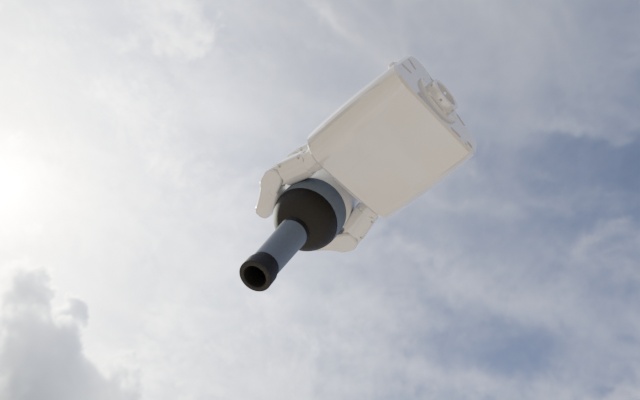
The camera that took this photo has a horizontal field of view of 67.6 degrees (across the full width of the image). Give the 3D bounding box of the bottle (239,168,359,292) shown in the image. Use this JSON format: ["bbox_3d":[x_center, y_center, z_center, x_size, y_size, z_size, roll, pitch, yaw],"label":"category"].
[{"bbox_3d":[0.000,0.002,0.489,0.069,0.069,0.295,0,23,22],"label":"bottle"}]
